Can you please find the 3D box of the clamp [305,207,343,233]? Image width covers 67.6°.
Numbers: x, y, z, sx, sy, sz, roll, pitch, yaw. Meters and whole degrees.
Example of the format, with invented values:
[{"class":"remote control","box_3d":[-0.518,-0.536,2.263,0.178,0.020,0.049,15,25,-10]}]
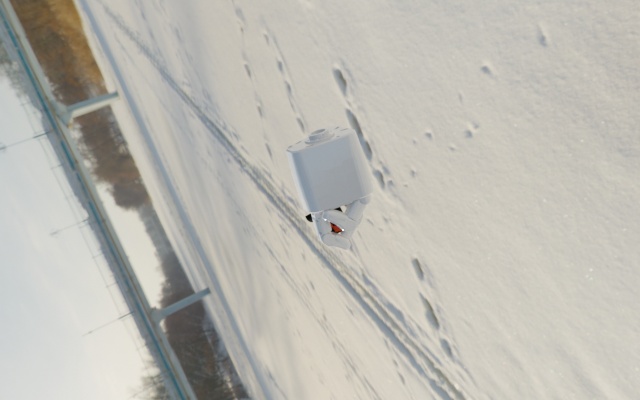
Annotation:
[{"class":"clamp","box_3d":[0.000,0.003,0.856,0.039,0.120,0.171,-25,22,-17]}]
